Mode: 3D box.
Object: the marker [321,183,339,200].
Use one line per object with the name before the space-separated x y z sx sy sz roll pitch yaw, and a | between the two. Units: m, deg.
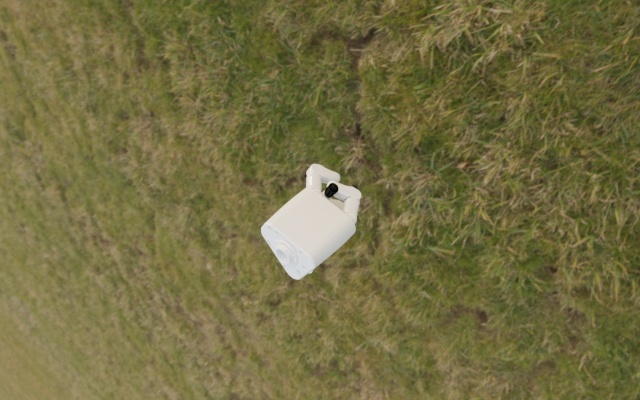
marker | 0.000 0.003 0.820 0.020 0.020 0.121 0 -25 -26
